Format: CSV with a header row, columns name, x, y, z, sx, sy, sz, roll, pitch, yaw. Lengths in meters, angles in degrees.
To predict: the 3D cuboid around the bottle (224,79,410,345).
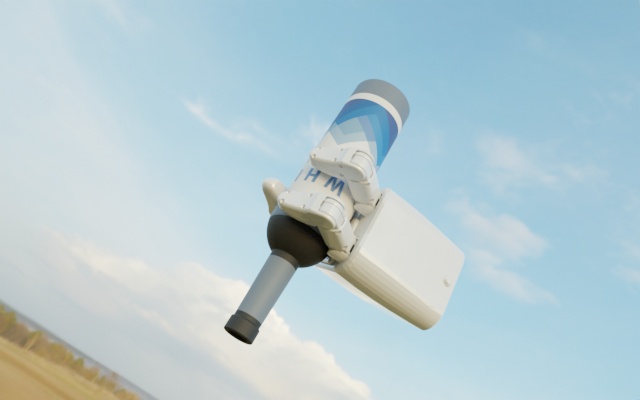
name,x,y,z,sx,sy,sz,roll,pitch,yaw
bottle,0.000,0.001,0.461,0.069,0.295,0.069,24,-29,14
